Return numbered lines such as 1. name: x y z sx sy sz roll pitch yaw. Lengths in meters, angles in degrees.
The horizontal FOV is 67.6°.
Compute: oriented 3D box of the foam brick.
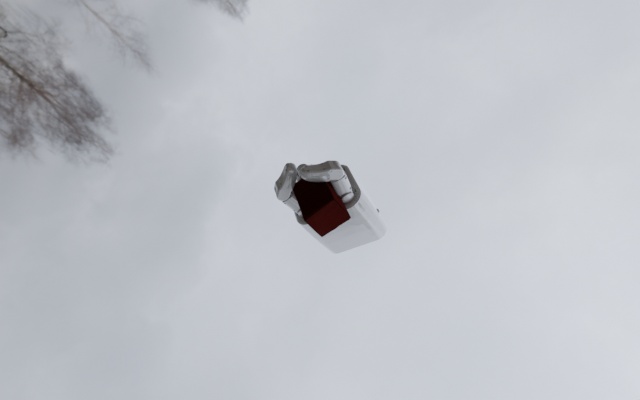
1. foam brick: 0.000 0.002 0.685 0.053 0.078 0.051 -33 -48 9
